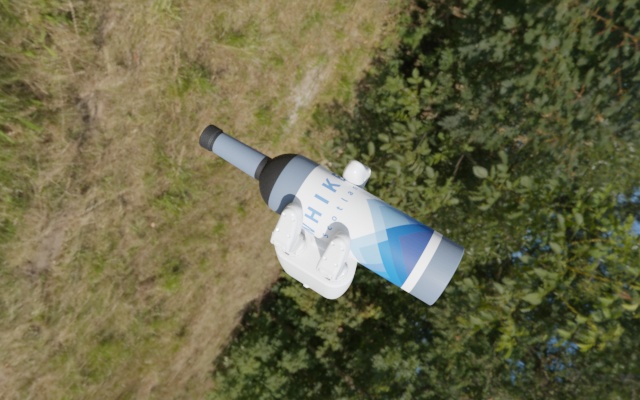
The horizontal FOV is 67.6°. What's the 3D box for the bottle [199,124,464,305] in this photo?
[{"bbox_3d":[0.000,0.002,0.497,0.295,0.069,0.069,30,6,10],"label":"bottle"}]
